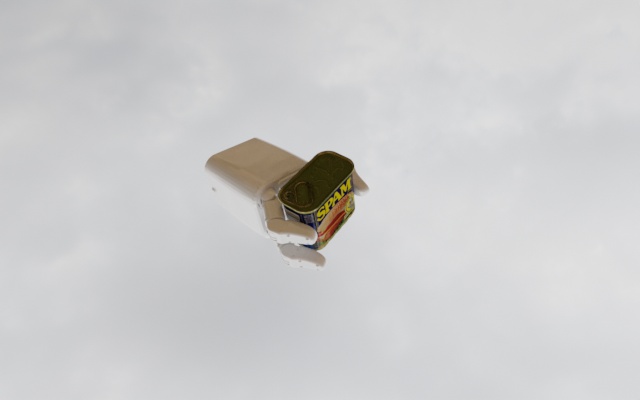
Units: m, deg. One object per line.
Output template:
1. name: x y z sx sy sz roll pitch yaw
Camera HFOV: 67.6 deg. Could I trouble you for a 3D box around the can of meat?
1. can of meat: 0.000 0.002 0.605 0.057 0.084 0.102 27 58 28
